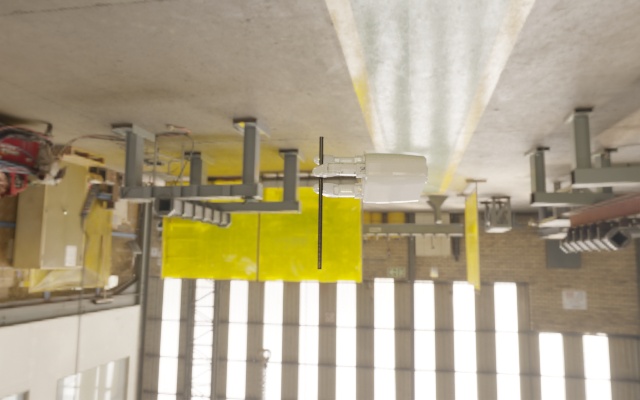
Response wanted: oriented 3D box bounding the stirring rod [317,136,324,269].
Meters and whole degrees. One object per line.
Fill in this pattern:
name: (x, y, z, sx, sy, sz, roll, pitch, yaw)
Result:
stirring rod: (0.000, 0.003, 0.860, 0.011, 0.239, 0.011, 1, -7, 0)
